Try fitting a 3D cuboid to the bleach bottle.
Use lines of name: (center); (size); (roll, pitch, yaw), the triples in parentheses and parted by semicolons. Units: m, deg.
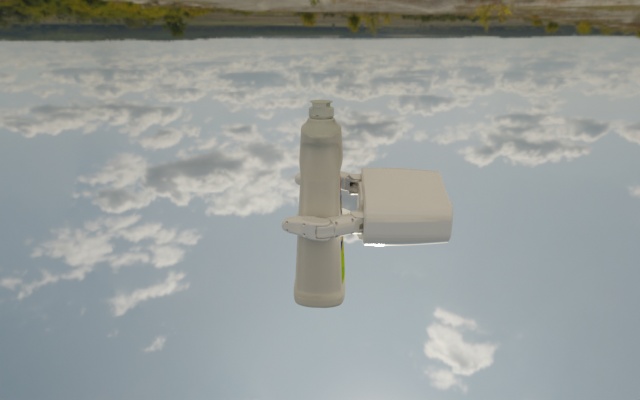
bleach bottle: (0.000, 0.002, 0.606); (0.068, 0.251, 0.102); (1, 19, 2)
